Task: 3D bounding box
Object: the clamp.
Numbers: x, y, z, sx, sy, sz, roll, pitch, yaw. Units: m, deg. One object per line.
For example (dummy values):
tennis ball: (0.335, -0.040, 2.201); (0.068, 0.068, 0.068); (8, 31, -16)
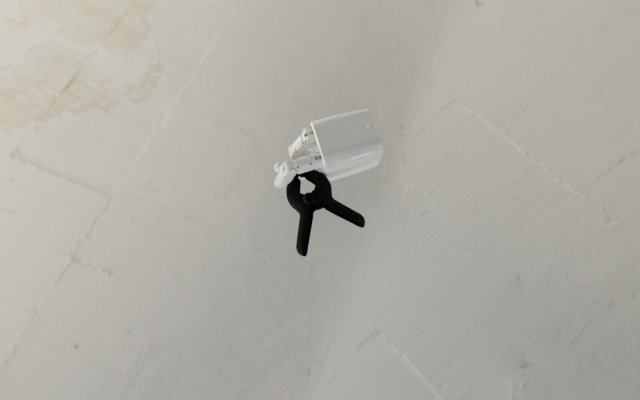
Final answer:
clamp: (0.000, 0.003, 0.810); (0.120, 0.171, 0.039); (-16, -28, -2)
